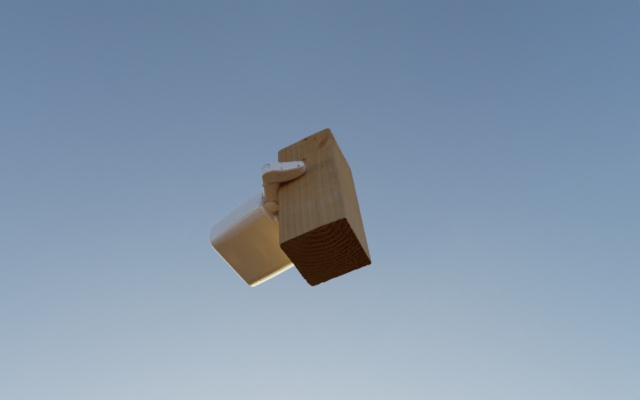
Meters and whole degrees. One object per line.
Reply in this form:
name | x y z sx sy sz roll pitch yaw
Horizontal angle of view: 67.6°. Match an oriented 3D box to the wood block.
wood block | 0.000 0.002 0.662 0.090 0.091 0.206 -23 37 12
